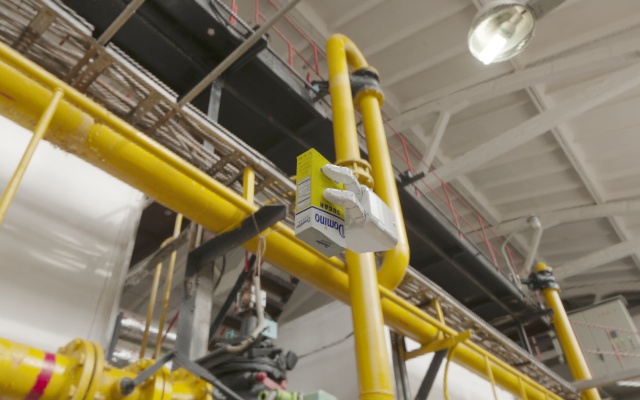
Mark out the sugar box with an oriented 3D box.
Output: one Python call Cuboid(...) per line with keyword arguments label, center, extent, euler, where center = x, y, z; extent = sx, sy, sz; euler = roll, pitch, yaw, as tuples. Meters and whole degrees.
Cuboid(label="sugar box", center=(0.001, 0.002, 0.835), extent=(0.048, 0.176, 0.093), euler=(-29, -46, 28))
